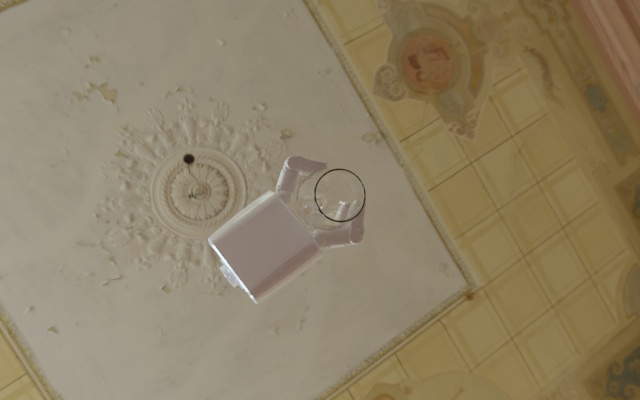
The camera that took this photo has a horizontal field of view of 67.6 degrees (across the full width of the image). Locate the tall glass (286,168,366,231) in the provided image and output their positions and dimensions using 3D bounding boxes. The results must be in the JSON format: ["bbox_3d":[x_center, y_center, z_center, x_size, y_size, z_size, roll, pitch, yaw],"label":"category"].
[{"bbox_3d":[0.000,0.002,0.639,0.079,0.079,0.201,0,-5,-13],"label":"tall glass"}]
